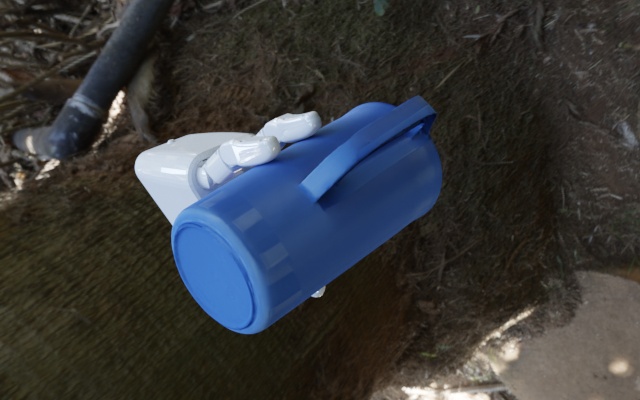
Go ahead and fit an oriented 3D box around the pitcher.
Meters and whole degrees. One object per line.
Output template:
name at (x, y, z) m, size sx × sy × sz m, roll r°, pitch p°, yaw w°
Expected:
pitcher at (0.000, 0.001, 0.421) m, size 0.145 × 0.149 × 0.242 m, roll 11°, pitch 31°, yaw 39°
